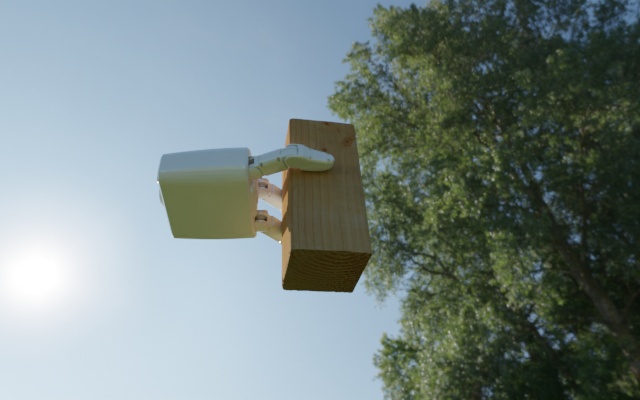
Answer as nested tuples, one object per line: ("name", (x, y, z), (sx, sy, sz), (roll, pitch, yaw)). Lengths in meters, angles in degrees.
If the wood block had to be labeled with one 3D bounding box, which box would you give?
("wood block", (0.000, 0.002, 0.601), (0.090, 0.206, 0.091), (4, -39, -10))
